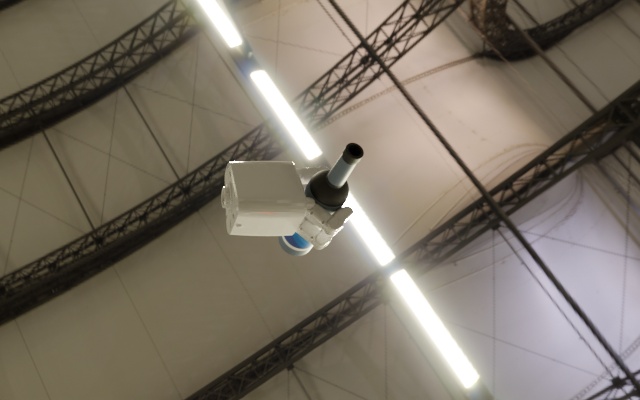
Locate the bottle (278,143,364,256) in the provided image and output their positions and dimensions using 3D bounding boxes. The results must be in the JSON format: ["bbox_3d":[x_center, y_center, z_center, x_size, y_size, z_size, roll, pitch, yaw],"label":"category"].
[{"bbox_3d":[0.000,0.003,0.776,0.069,0.069,0.296,0,-29,-22],"label":"bottle"}]
